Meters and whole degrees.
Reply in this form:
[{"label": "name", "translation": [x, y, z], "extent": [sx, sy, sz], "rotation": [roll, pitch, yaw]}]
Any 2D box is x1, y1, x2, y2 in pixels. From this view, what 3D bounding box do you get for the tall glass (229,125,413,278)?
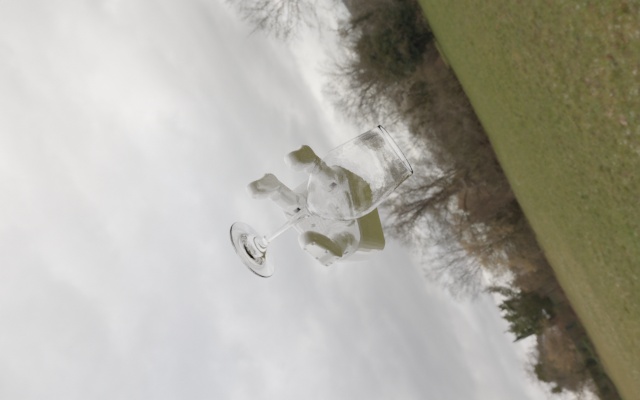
[{"label": "tall glass", "translation": [0.000, 0.002, 0.519], "extent": [0.201, 0.079, 0.079], "rotation": [-35, -12, 17]}]
